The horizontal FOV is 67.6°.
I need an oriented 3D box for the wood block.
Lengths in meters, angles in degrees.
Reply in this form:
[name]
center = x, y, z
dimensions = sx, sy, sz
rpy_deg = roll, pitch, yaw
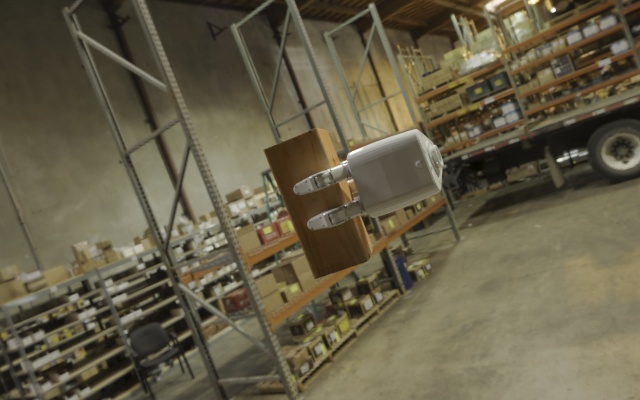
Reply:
[wood block]
center = 0.000, 0.002, 0.736
dimensions = 0.090, 0.206, 0.091
rpy_deg = -21, 2, 12
